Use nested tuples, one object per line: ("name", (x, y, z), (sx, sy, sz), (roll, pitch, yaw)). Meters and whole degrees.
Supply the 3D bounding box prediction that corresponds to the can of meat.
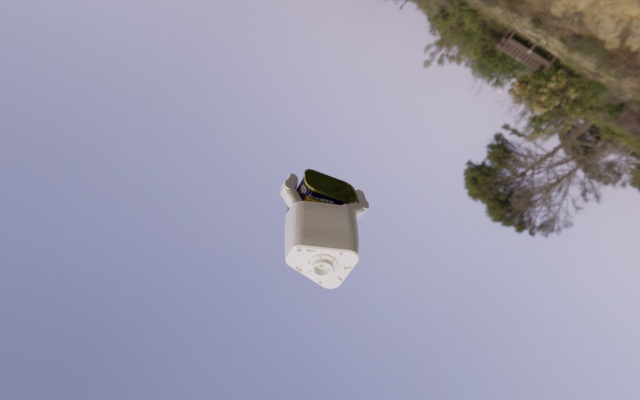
("can of meat", (0.000, 0.003, 0.856), (0.102, 0.084, 0.057), (19, 35, -19))
